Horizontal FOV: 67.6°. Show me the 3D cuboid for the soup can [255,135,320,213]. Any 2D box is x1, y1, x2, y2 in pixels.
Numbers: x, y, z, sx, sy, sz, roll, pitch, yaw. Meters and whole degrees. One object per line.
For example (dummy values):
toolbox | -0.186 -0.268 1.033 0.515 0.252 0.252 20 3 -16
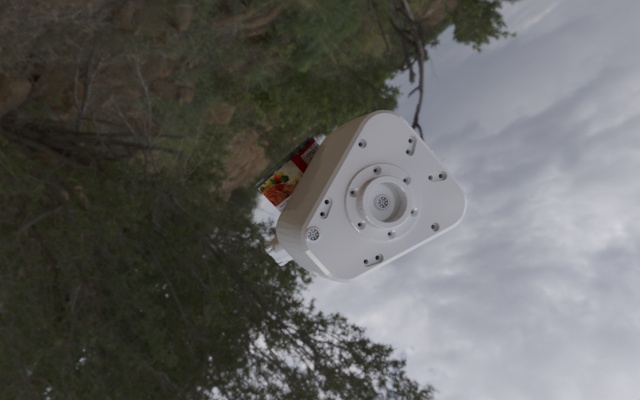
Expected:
soup can | 0.000 0.002 0.431 0.068 0.102 0.068 -42 7 6
